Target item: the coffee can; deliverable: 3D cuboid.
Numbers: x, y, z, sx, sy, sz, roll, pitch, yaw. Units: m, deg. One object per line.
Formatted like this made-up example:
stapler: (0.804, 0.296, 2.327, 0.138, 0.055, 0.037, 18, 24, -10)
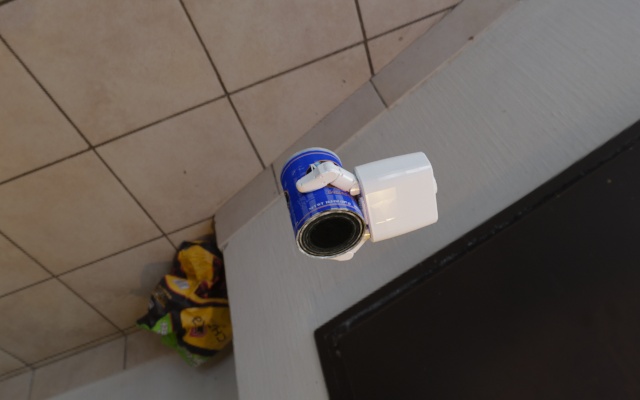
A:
coffee can: (0.000, 0.002, 0.721, 0.103, 0.103, 0.140, 0, 43, -18)
